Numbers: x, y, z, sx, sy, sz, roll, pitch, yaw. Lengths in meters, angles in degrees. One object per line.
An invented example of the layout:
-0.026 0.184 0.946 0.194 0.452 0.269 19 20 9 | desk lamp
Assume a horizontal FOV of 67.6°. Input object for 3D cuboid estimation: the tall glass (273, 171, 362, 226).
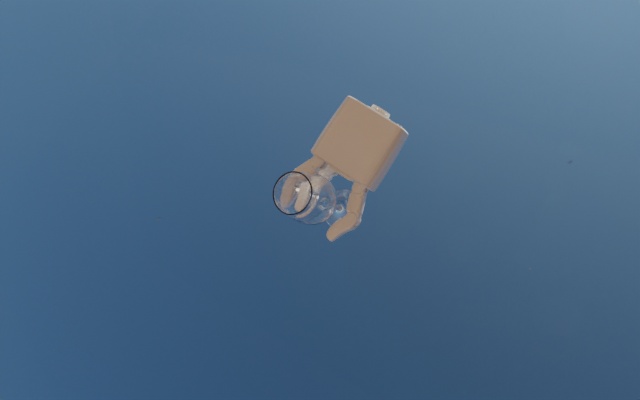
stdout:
0.000 0.003 0.749 0.079 0.079 0.201 0 -7 24 | tall glass
